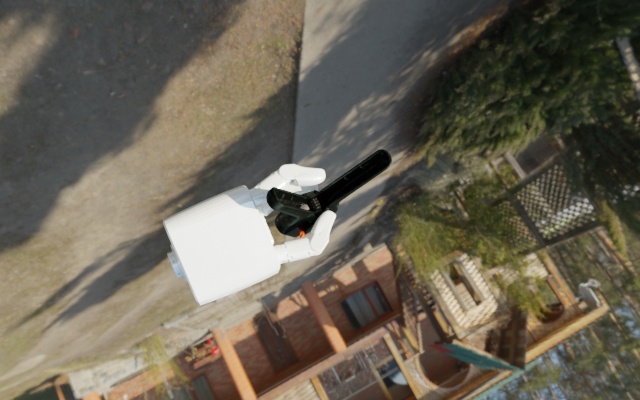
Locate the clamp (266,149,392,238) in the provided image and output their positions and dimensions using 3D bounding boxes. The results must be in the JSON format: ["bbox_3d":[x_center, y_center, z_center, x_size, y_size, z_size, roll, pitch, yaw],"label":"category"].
[{"bbox_3d":[0.000,0.003,0.631,0.164,0.036,0.210,-22,-15,-16],"label":"clamp"}]
